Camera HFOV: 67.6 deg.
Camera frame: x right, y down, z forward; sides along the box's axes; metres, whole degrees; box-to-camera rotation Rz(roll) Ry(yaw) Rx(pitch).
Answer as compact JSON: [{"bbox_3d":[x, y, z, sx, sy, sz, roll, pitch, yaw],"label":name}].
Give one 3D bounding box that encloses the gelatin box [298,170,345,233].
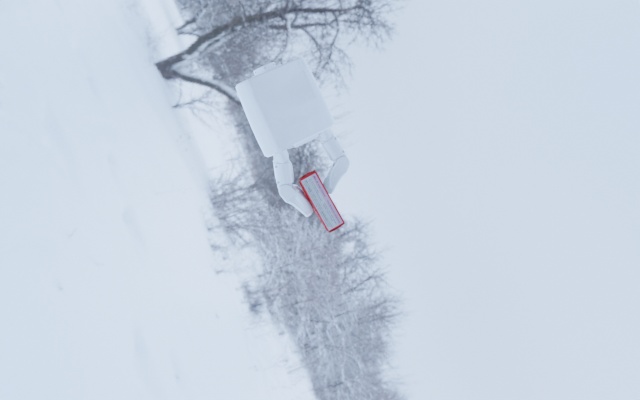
[{"bbox_3d":[0.001,0.002,0.699,0.030,0.089,0.073,-30,0,-2],"label":"gelatin box"}]
